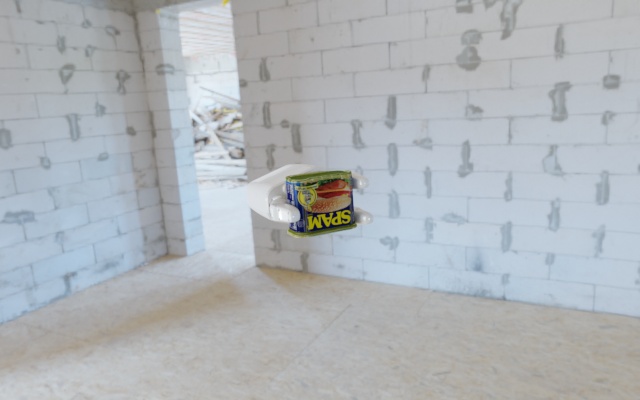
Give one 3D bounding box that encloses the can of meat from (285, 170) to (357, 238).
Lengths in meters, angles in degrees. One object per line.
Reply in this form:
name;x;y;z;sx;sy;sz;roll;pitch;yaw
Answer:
can of meat;0.000;0.002;0.698;0.102;0.084;0.057;-9;12;-23
